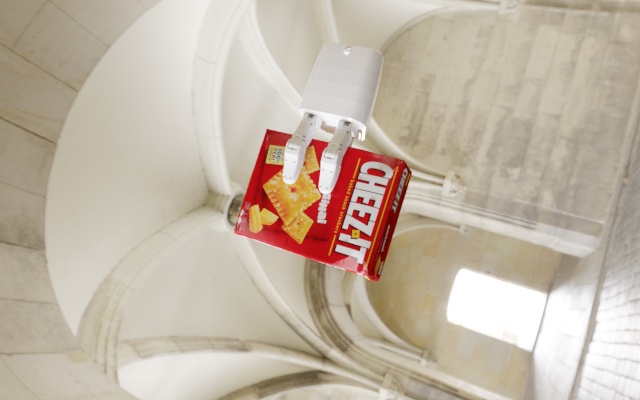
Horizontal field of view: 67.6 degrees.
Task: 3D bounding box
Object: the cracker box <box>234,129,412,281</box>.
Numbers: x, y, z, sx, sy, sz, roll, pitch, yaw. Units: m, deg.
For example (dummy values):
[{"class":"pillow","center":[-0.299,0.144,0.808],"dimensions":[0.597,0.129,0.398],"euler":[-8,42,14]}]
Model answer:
[{"class":"cracker box","center":[0.000,0.002,0.676],"dimensions":[0.213,0.164,0.072],"euler":[16,-6,22]}]
